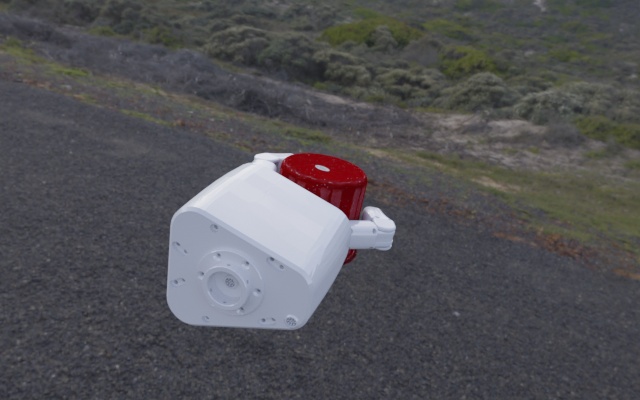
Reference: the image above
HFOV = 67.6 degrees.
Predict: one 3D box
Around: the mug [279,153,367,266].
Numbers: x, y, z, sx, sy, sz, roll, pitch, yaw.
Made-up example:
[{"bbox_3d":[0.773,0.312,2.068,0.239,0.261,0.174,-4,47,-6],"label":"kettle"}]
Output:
[{"bbox_3d":[0.001,0.001,0.465,0.093,0.081,0.117,15,22,9],"label":"mug"}]
